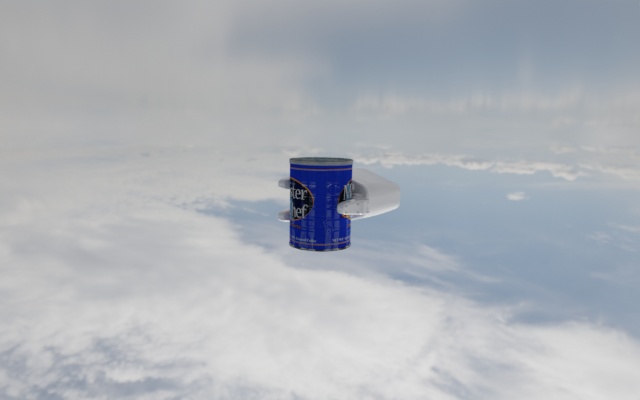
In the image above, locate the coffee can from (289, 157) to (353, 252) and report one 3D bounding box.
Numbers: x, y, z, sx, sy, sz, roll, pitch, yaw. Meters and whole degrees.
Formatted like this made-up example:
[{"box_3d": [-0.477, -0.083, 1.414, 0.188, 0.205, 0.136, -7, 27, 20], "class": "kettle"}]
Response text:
[{"box_3d": [0.000, 0.002, 0.773, 0.103, 0.140, 0.103, 1, 8, 0], "class": "coffee can"}]
